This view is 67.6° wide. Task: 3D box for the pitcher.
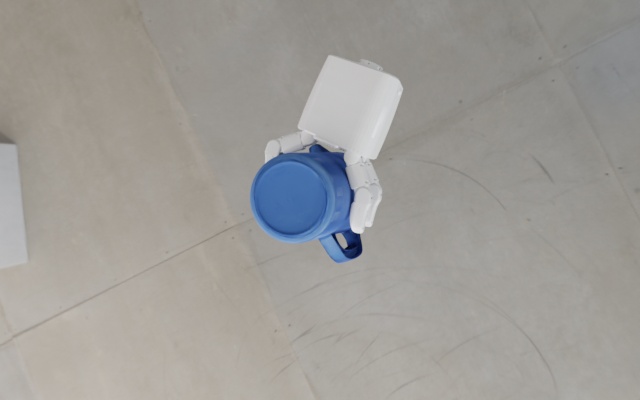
[{"bbox_3d":[0.000,0.002,0.669,0.149,0.145,0.243,25,9,13],"label":"pitcher"}]
